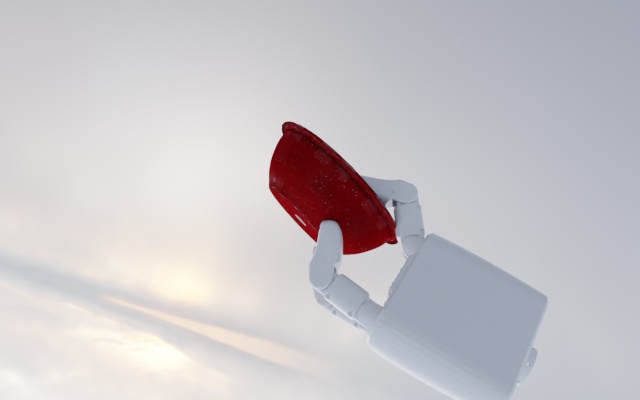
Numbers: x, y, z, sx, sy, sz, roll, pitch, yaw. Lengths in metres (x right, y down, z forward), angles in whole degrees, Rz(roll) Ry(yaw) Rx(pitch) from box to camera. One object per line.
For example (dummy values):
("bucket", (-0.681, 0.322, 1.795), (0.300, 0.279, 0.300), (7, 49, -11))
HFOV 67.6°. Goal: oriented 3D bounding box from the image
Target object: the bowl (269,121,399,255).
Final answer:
("bowl", (-0.001, 0.001, 0.466), (0.055, 0.162, 0.162), (-43, 8, -9))
